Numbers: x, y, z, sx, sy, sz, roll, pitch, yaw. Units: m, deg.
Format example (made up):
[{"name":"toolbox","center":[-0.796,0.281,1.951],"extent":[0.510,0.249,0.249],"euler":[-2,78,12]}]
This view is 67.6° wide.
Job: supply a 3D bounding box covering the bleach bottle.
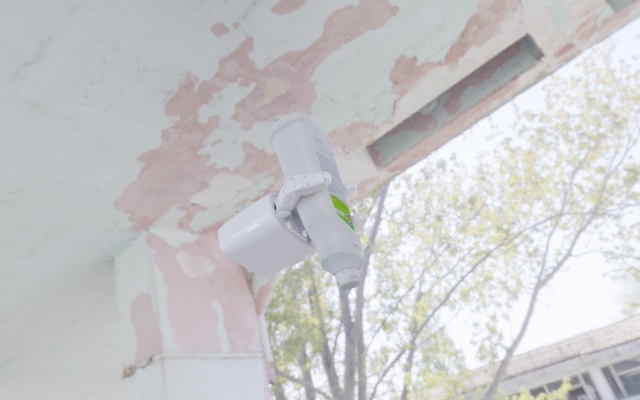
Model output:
[{"name":"bleach bottle","center":[0.000,0.002,0.662],"extent":[0.068,0.250,0.102],"euler":[-31,-32,23]}]
